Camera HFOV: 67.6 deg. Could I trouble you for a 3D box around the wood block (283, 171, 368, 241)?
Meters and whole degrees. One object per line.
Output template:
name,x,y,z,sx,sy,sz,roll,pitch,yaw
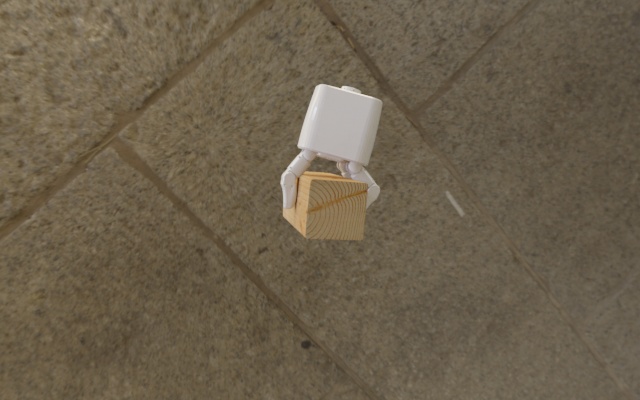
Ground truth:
wood block,0.000,0.002,0.798,0.091,0.090,0.206,4,6,-14
